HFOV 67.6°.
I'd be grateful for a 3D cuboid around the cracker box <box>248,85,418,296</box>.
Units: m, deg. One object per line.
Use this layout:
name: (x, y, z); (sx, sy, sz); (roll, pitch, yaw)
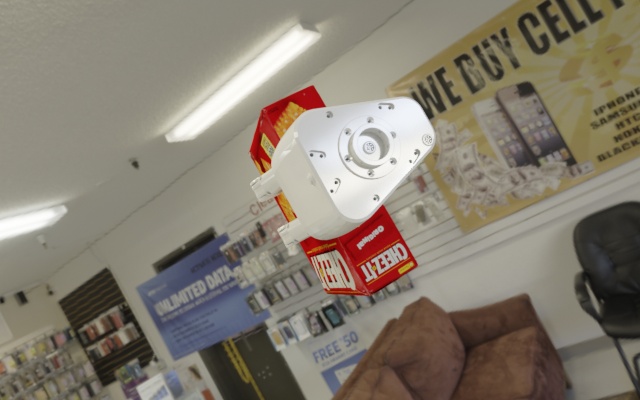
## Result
cracker box: (0.000, 0.002, 0.546); (0.072, 0.213, 0.164); (-29, -2, -17)
